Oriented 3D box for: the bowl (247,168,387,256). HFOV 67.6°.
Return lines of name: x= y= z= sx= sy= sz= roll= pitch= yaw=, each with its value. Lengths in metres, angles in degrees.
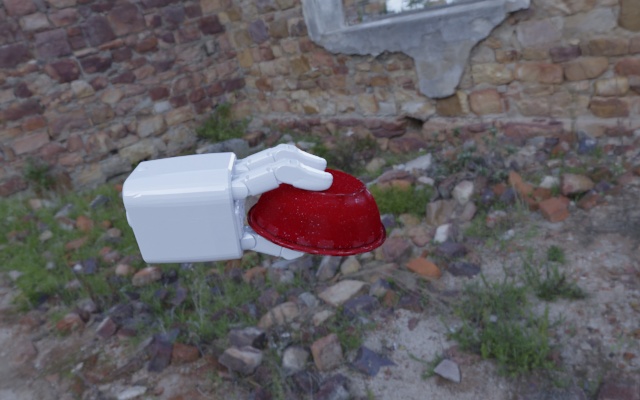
bowl: x=0.001 y=0.001 z=0.541 sx=0.162 sy=0.055 sz=0.162 roll=8 pitch=21 yaw=-3
